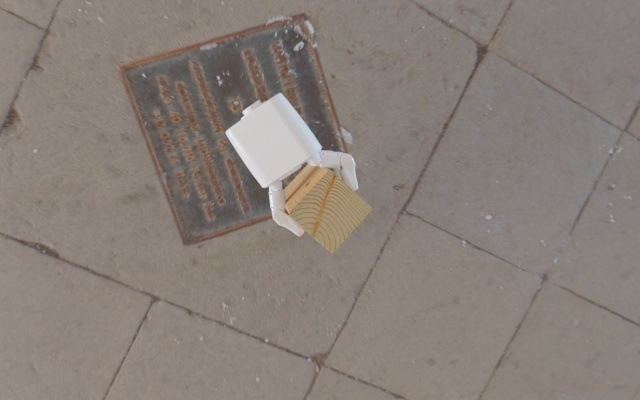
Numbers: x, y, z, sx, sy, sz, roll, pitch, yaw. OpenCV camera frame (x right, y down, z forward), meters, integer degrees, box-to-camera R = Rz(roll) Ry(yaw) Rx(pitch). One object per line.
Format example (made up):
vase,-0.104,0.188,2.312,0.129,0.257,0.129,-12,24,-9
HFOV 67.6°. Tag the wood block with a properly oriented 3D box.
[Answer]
wood block,0.000,0.003,0.784,0.090,0.091,0.206,43,0,-12
